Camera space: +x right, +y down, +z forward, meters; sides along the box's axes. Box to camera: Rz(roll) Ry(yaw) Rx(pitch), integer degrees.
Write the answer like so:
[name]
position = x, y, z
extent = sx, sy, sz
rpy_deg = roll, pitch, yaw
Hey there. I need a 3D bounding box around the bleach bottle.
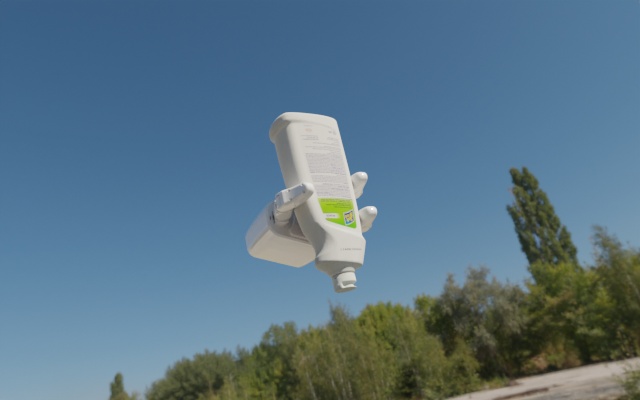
[bleach bottle]
position = 0.000, 0.002, 0.659
extent = 0.102, 0.250, 0.068
rpy_deg = 0, -25, -29
